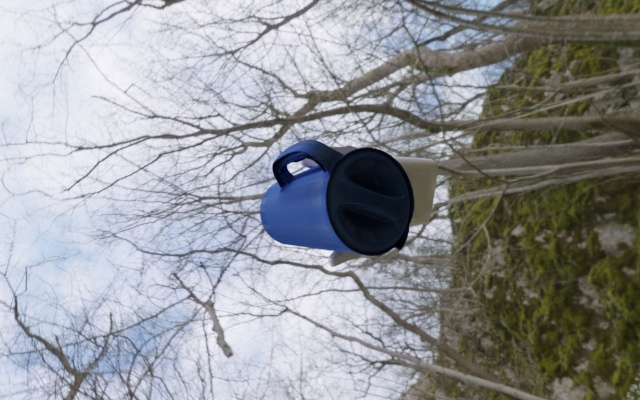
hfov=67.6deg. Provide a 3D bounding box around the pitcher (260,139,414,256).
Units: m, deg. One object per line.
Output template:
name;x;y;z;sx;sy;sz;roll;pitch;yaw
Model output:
pitcher;0.000;0.002;0.676;0.145;0.149;0.243;-4;-3;-31
